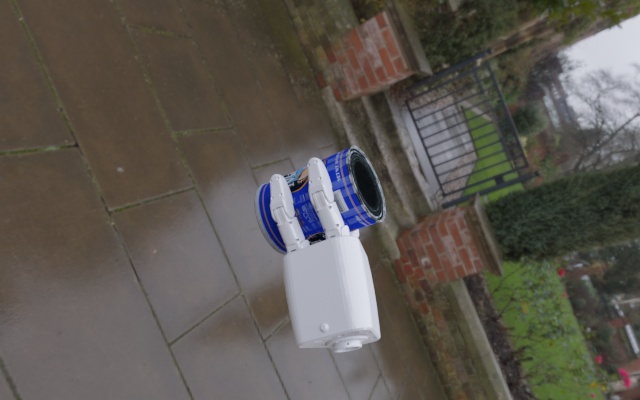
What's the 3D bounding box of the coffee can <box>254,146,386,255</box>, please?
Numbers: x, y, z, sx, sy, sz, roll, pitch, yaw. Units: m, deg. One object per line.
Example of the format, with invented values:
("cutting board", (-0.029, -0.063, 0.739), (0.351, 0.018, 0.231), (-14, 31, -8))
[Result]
("coffee can", (0.000, 0.002, 0.625), (0.140, 0.103, 0.103), (-22, -9, 23))
